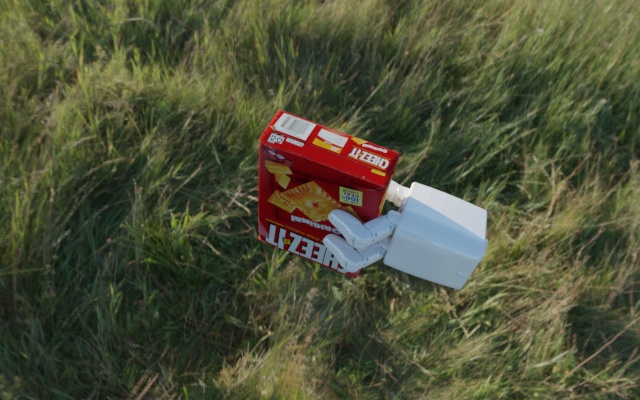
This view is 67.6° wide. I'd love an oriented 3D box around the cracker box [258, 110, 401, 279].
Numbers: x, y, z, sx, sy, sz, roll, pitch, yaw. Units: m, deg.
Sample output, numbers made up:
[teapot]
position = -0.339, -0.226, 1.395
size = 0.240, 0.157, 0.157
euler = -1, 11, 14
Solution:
[cracker box]
position = 0.000, 0.002, 0.646
size = 0.164, 0.072, 0.214
euler = 21, -39, 9
